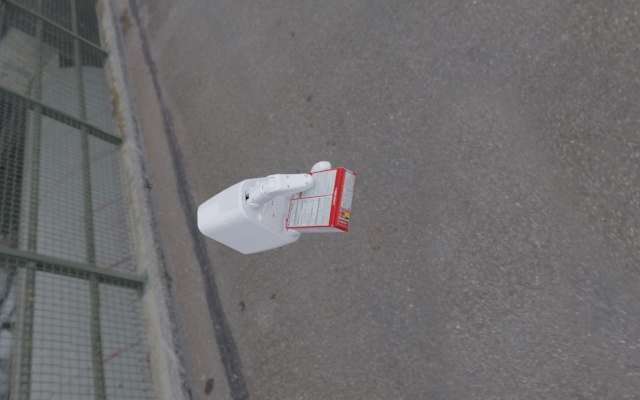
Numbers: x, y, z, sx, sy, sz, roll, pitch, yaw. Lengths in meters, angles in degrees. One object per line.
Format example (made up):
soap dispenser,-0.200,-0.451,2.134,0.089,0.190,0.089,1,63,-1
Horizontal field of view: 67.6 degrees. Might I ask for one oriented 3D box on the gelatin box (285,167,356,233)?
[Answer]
gelatin box,0.000,0.002,0.591,0.030,0.073,0.089,21,-18,-39
